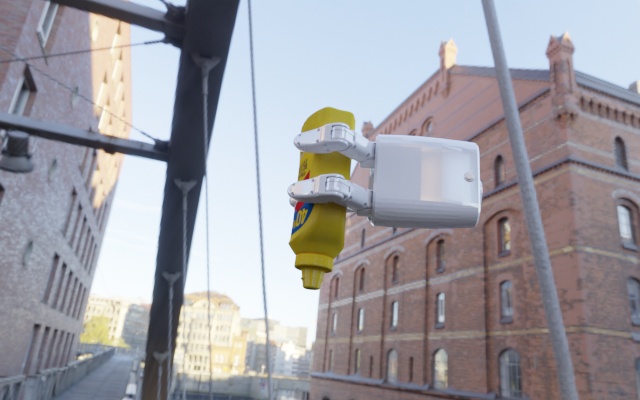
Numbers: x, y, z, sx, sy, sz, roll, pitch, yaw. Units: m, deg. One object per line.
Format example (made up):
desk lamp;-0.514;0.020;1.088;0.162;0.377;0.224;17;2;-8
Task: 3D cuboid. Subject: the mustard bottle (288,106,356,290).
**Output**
mustard bottle;0.000;0.001;0.524;0.058;0.191;0.096;11;-20;-17
